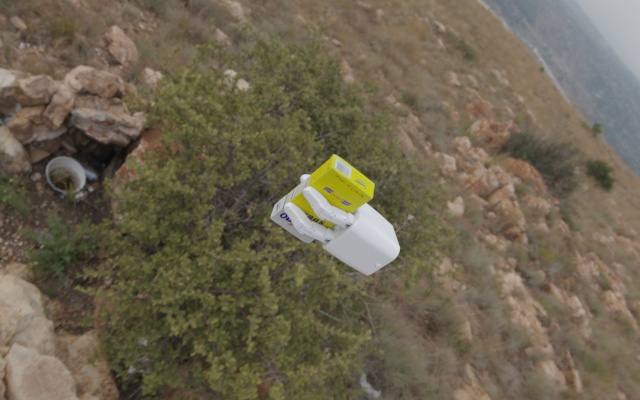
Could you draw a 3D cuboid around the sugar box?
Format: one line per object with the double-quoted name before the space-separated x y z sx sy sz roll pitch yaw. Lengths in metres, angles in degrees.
"sugar box" 0.000 0.003 0.838 0.093 0.048 0.176 36 -52 -19
